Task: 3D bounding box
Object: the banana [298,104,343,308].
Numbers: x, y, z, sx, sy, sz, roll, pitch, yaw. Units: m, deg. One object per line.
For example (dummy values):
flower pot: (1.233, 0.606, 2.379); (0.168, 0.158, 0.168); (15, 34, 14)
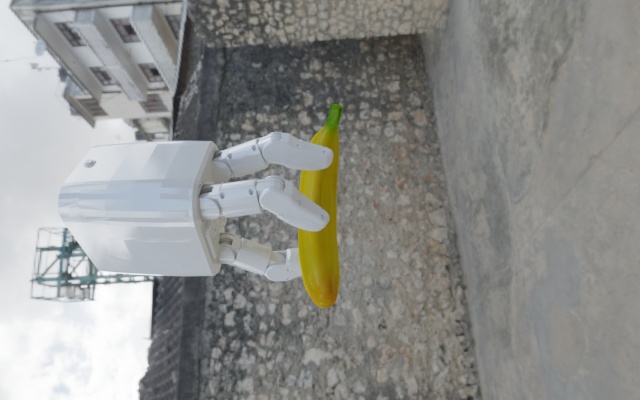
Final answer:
banana: (-0.001, 0.008, 0.429); (0.037, 0.197, 0.070); (3, -30, -3)
